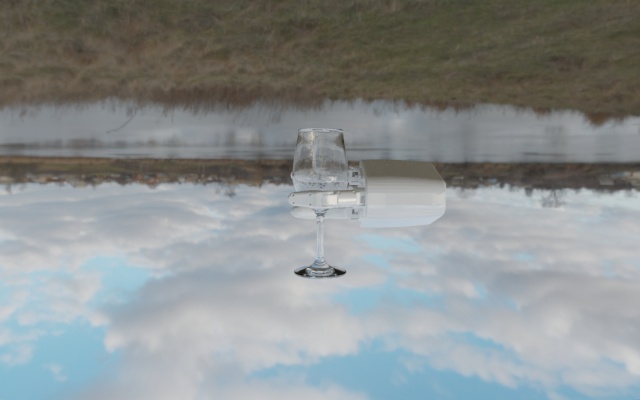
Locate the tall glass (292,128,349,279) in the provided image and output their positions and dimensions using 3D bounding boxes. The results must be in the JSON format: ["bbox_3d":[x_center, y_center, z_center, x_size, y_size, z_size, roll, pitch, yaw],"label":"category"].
[{"bbox_3d":[0.000,0.003,0.663,0.079,0.201,0.079,0,6,0],"label":"tall glass"}]
